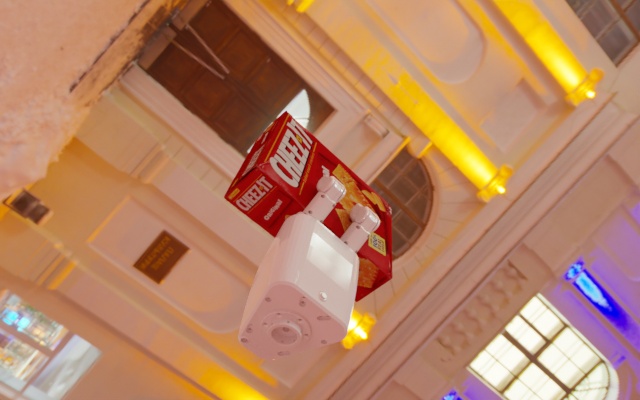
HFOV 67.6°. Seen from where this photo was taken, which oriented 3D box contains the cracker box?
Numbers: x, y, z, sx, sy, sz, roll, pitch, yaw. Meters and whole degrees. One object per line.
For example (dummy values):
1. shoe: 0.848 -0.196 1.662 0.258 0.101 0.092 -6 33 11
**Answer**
1. cracker box: 0.000 0.002 0.618 0.072 0.214 0.164 -40 19 28
